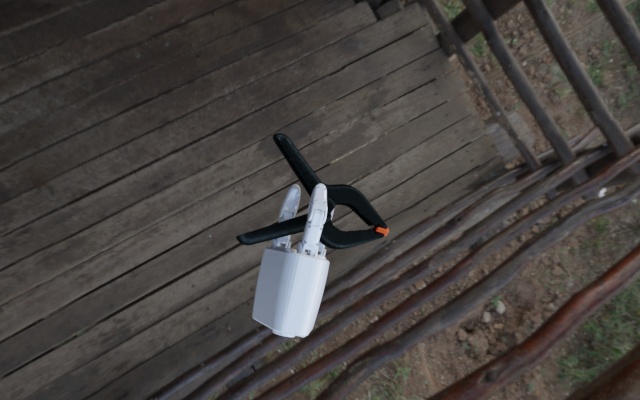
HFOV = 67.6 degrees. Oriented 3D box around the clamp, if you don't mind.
[{"bbox_3d":[0.001,0.003,0.682,0.210,0.164,0.036,14,-8,-12],"label":"clamp"}]
